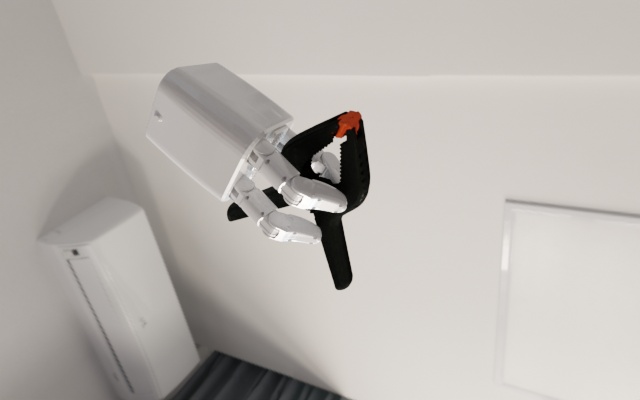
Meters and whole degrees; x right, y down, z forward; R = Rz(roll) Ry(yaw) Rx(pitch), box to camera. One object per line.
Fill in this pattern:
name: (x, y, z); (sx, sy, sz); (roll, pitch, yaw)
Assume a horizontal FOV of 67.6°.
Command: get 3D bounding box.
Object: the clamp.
clamp: (0.000, 0.001, 0.491); (0.164, 0.210, 0.036); (36, 43, 0)
